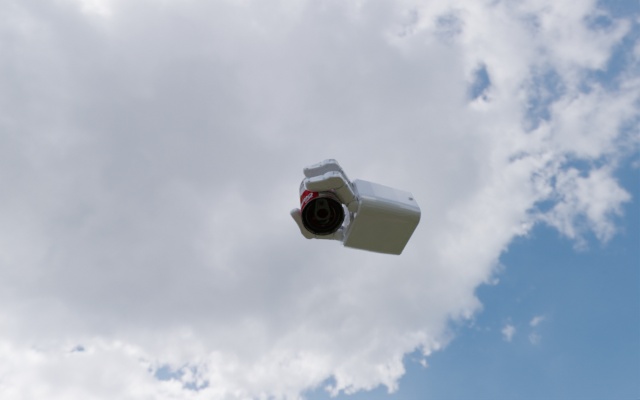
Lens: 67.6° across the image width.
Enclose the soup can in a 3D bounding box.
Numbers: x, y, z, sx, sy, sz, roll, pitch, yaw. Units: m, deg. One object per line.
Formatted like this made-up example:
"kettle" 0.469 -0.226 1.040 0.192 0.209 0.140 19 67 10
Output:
"soup can" 0.000 0.002 0.777 0.068 0.068 0.102 0 26 -5
